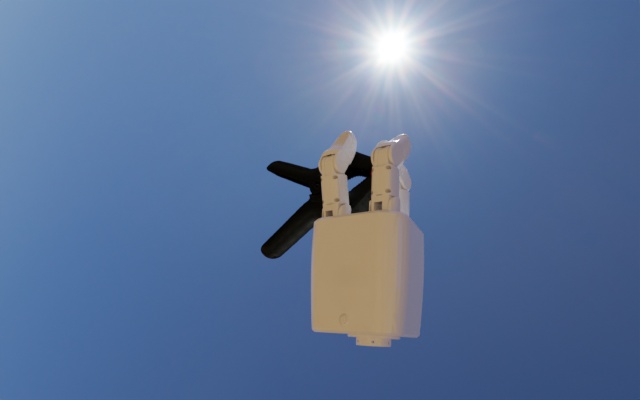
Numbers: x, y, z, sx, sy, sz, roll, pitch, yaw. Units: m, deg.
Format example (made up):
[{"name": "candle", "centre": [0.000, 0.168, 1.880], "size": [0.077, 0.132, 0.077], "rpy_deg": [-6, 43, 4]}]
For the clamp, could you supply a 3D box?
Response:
[{"name": "clamp", "centre": [0.001, 0.002, 0.513], "size": [0.171, 0.120, 0.039], "rpy_deg": [-9, -20, 38]}]
